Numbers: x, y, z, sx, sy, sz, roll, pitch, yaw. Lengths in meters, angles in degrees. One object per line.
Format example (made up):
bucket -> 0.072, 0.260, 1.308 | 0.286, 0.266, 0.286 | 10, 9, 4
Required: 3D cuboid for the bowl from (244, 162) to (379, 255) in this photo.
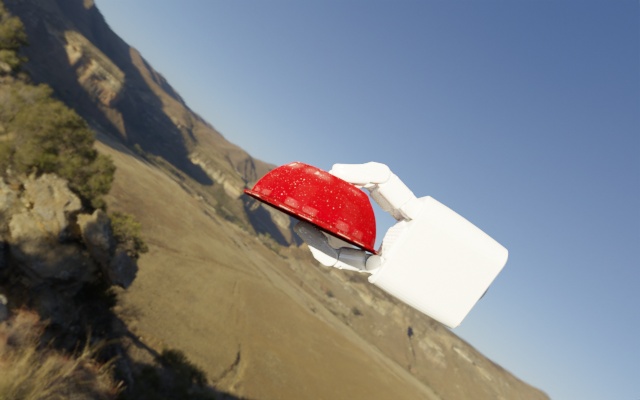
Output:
bowl -> -0.001, 0.001, 0.523 | 0.162, 0.055, 0.162 | 25, -4, 2
